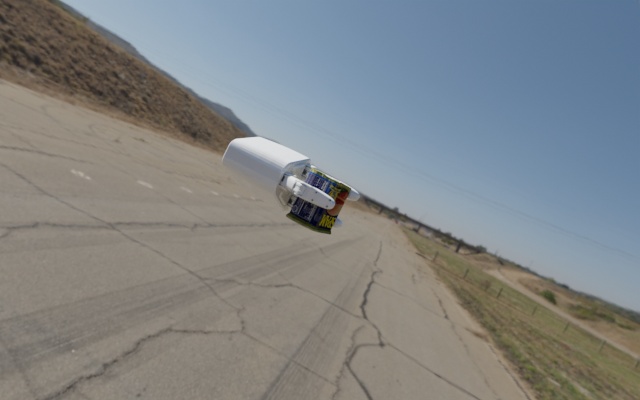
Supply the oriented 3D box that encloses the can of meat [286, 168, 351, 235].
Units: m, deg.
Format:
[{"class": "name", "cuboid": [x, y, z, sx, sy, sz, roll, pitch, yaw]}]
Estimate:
[{"class": "can of meat", "cuboid": [0.000, 0.002, 0.752, 0.057, 0.084, 0.102, 27, 2, 20]}]
